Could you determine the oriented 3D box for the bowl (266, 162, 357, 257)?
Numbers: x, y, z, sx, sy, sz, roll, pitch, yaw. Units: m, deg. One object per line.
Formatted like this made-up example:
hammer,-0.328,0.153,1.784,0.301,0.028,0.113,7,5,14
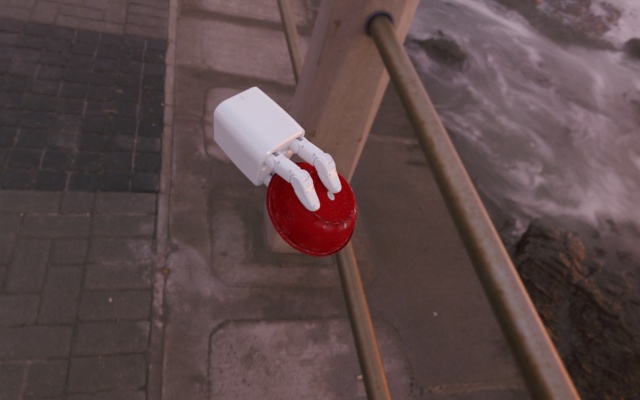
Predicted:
bowl,0.001,0.003,0.737,0.162,0.162,0.055,0,-22,-34
